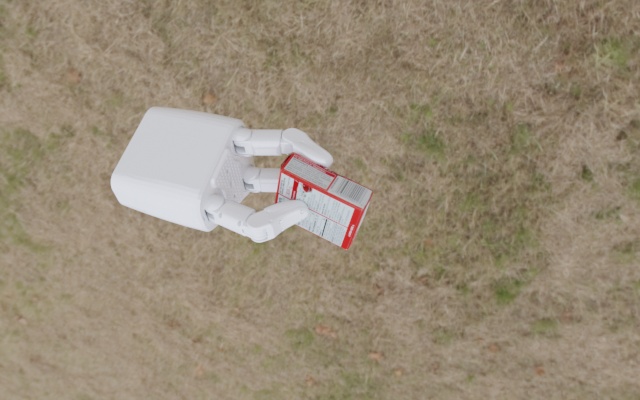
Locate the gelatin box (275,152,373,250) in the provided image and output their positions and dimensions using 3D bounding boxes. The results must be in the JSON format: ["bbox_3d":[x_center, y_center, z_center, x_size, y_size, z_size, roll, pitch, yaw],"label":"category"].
[{"bbox_3d":[0.000,0.002,0.468,0.089,0.030,0.073,26,-37,9],"label":"gelatin box"}]
